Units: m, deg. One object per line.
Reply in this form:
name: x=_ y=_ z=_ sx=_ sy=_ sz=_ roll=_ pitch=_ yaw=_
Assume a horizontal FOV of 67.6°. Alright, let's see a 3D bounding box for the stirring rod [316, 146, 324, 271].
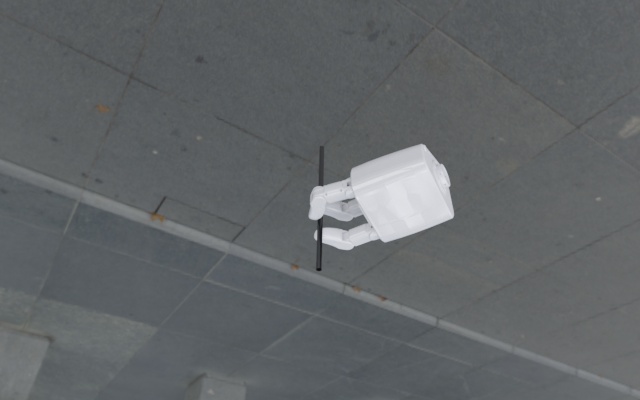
stirring rod: x=0.000 y=0.002 z=0.728 sx=0.011 sy=0.239 sz=0.011 roll=1 pitch=-40 yaw=1
